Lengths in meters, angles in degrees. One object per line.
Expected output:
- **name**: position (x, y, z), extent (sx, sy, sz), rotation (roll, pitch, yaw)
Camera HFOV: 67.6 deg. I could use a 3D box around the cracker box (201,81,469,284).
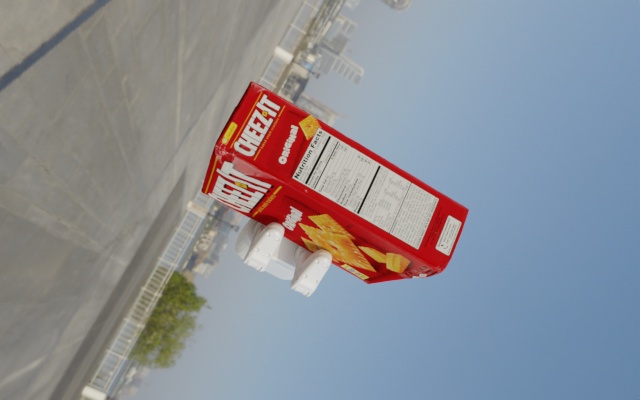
- **cracker box**: position (0.000, 0.001, 0.453), extent (0.214, 0.072, 0.164), rotation (29, -19, -10)
